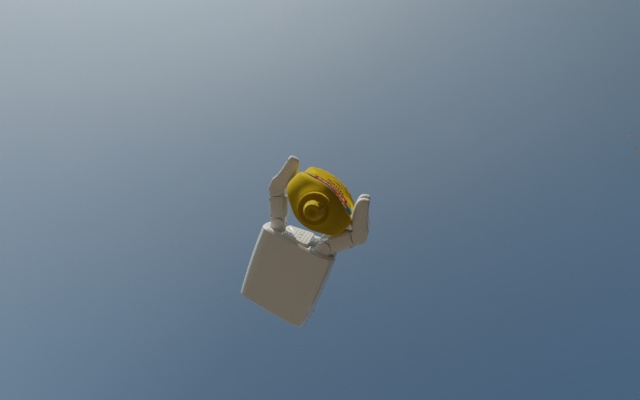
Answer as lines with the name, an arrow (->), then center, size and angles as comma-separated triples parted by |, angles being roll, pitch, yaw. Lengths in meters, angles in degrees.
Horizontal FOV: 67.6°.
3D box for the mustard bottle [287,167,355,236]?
mustard bottle -> 0.000, 0.002, 0.641 | 0.058, 0.096, 0.191 | -44, 1, 10
